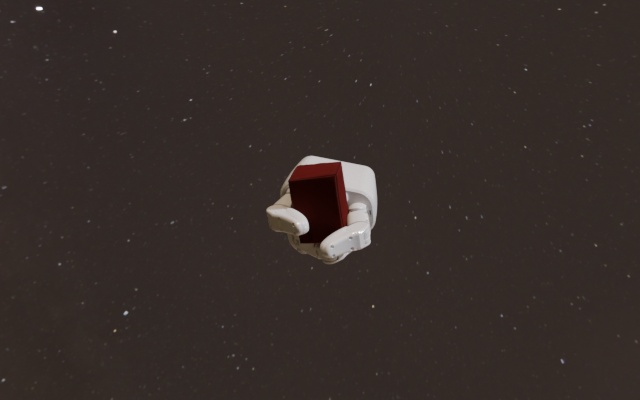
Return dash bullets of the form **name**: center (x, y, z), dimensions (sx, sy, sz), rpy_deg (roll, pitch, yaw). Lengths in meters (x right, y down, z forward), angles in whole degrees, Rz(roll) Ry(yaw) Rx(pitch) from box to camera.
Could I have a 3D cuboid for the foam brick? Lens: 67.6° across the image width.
- **foam brick**: center (0.000, 0.001, 0.526), dimensions (0.053, 0.078, 0.051), rpy_deg (-4, 23, 11)
